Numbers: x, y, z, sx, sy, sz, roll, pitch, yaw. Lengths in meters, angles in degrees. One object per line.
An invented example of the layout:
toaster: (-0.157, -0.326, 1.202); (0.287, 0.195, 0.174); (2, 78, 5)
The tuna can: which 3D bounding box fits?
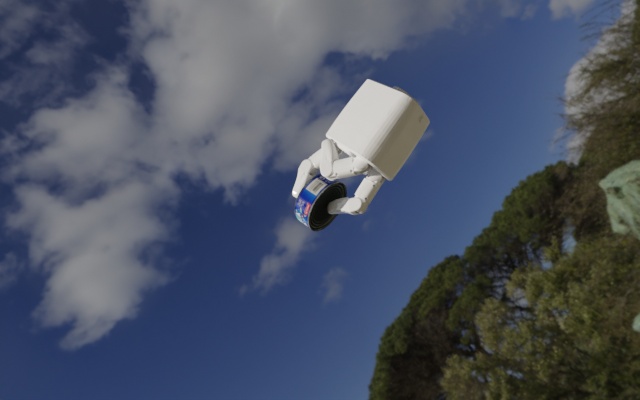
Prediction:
tuna can: (0.000, 0.002, 0.733); (0.033, 0.086, 0.086); (34, 18, 28)
